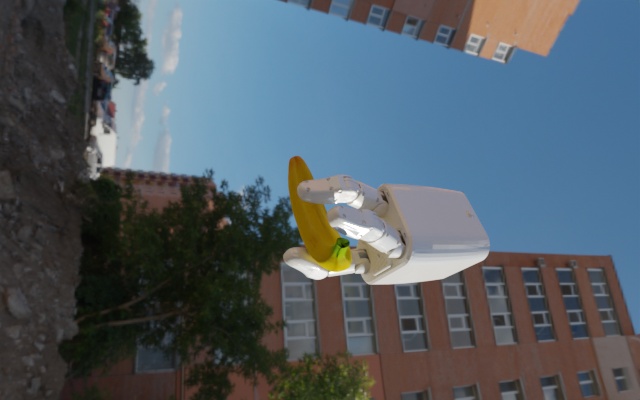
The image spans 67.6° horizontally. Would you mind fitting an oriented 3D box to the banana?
[{"bbox_3d":[-0.002,0.020,0.521,0.037,0.070,0.197,0,29,-20],"label":"banana"}]
